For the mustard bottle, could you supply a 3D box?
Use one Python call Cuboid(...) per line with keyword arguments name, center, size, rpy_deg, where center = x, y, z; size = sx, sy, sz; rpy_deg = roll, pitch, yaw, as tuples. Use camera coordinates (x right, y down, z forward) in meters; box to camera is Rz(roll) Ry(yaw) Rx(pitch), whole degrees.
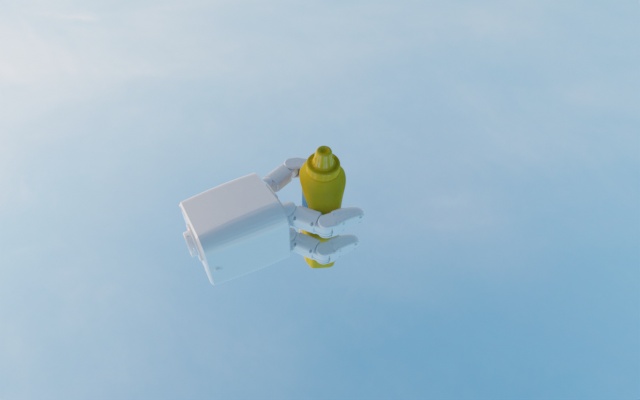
Cuboid(name="mustard bottle", center=(0.000, 0.002, 0.627), size=(0.058, 0.096, 0.192), rpy_deg=(-2, -39, -4))
